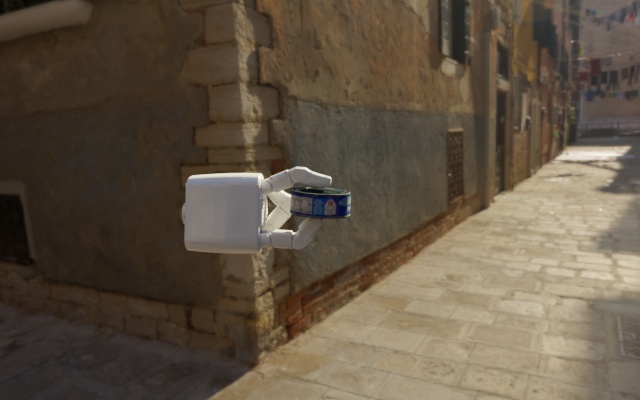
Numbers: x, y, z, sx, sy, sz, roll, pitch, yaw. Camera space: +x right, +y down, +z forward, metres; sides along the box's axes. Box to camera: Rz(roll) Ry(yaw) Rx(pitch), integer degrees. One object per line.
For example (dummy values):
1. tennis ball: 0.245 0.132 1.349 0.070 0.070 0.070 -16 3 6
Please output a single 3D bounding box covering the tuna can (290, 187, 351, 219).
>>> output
1. tuna can: 0.000 0.002 0.672 0.086 0.034 0.086 3 8 0
